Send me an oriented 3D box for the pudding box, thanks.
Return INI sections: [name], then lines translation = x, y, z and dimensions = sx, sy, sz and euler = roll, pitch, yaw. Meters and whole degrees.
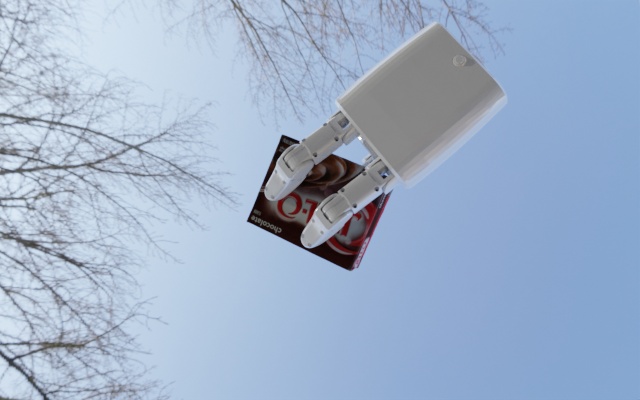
[pudding box]
translation = 0.000, 0.001, 0.443
dimensions = 0.113, 0.090, 0.039
euler = 24, 3, 19
